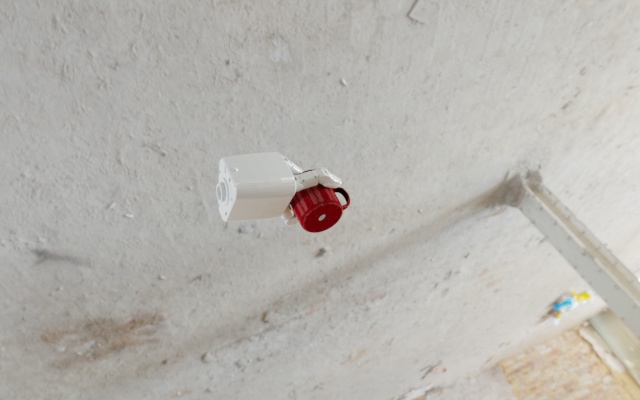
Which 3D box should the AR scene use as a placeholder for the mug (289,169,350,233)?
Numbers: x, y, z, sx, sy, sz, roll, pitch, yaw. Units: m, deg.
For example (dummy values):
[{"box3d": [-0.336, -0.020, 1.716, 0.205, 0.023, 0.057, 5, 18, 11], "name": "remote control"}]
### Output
[{"box3d": [0.001, 0.003, 0.874, 0.117, 0.093, 0.081, -8, 48, -25], "name": "mug"}]
